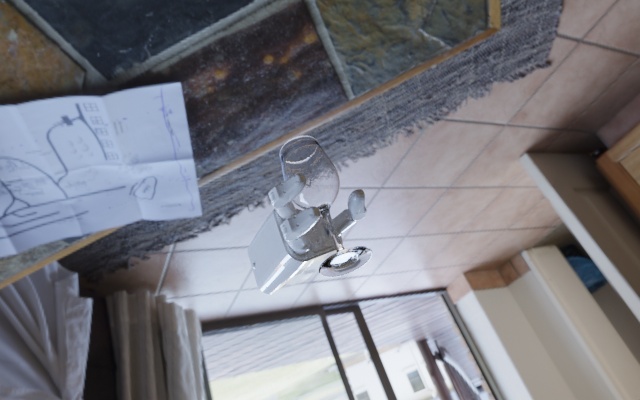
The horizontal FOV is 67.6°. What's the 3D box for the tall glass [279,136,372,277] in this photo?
[{"bbox_3d":[0.000,0.003,0.668,0.079,0.201,0.079,-16,-31,-10],"label":"tall glass"}]
